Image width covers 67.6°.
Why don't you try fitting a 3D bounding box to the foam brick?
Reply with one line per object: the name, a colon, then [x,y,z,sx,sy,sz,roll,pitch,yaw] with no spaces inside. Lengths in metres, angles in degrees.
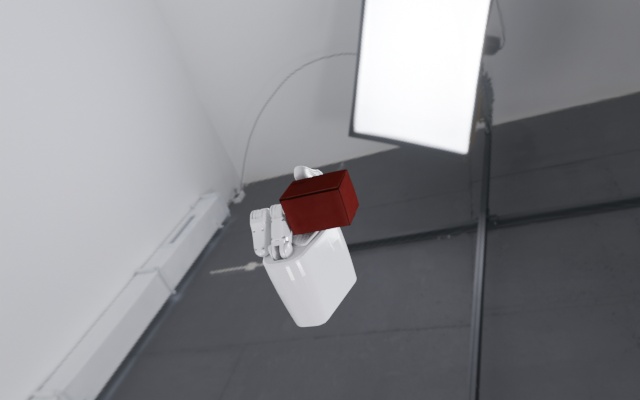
foam brick: [0.000,0.002,0.576,0.078,0.051,0.053,-11,24,23]
